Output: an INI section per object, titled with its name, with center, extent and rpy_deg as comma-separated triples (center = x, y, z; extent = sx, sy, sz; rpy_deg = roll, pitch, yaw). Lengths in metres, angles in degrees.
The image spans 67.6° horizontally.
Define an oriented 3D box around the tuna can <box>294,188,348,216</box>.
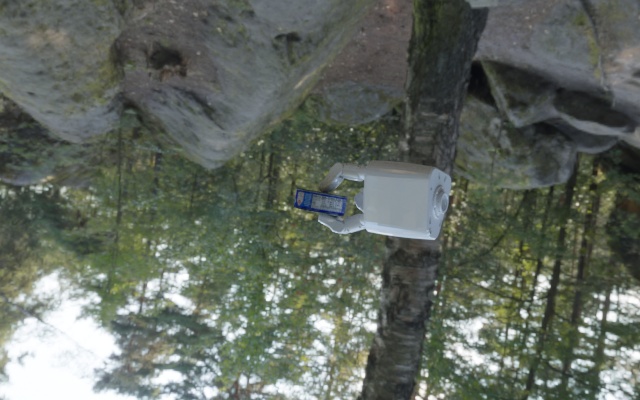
[tuna can]
center = 0.000, 0.003, 0.787
extent = 0.086, 0.034, 0.086
rpy_deg = 10, 1, 0
